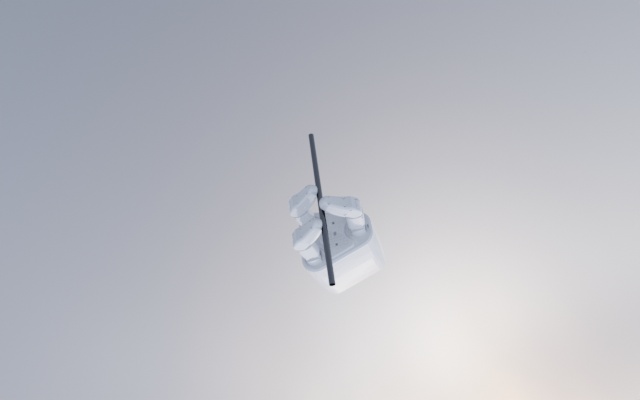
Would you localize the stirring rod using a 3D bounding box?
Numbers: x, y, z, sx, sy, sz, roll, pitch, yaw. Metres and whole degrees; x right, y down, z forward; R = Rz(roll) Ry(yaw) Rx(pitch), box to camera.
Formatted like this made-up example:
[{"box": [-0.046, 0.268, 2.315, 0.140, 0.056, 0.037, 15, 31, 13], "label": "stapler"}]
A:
[{"box": [0.000, 0.002, 0.635, 0.011, 0.239, 0.011, -6, -34, -4], "label": "stirring rod"}]
